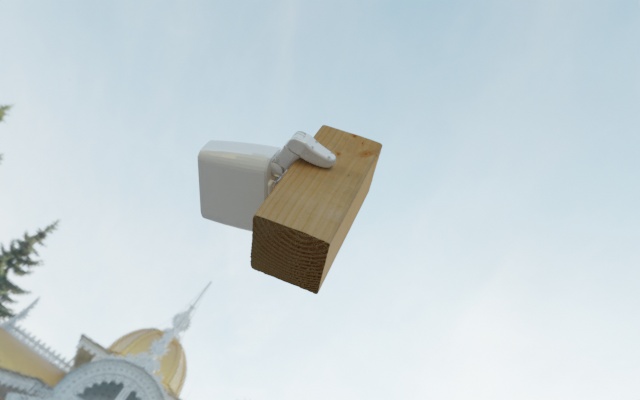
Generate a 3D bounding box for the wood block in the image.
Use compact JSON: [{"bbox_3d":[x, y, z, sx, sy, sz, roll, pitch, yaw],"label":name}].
[{"bbox_3d":[0.000,0.002,0.600,0.090,0.091,0.206,20,43,10],"label":"wood block"}]
